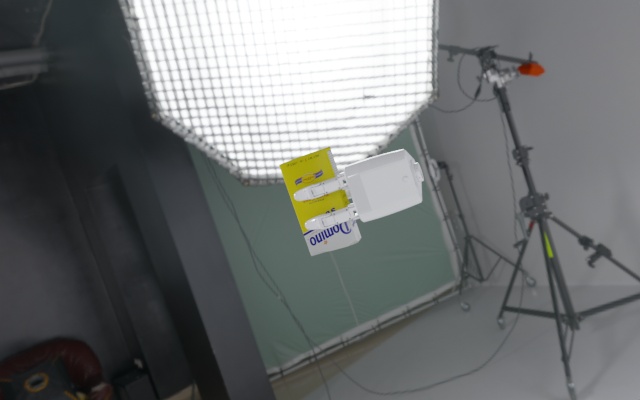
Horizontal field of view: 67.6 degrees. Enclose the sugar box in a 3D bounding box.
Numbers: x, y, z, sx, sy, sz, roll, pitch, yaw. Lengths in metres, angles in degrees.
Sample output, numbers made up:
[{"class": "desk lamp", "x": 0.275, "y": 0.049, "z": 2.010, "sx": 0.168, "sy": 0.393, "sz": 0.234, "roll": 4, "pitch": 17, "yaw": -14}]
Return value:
[{"class": "sugar box", "x": 0.000, "y": 0.003, "z": 0.852, "sx": 0.093, "sy": 0.176, "sz": 0.048, "roll": -18, "pitch": 3, "yaw": 18}]
